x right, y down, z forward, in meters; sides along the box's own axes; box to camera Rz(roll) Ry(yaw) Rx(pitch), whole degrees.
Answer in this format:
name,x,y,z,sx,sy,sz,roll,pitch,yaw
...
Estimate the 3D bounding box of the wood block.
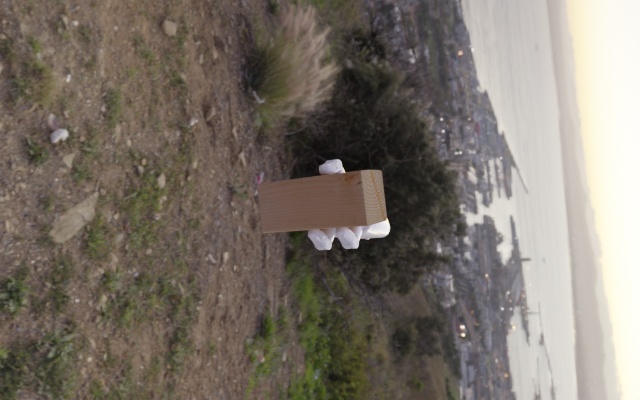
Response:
name,x,y,z,sx,sy,sz,roll,pitch,yaw
wood block,0.000,0.002,0.838,0.206,0.091,0.090,-6,1,29
